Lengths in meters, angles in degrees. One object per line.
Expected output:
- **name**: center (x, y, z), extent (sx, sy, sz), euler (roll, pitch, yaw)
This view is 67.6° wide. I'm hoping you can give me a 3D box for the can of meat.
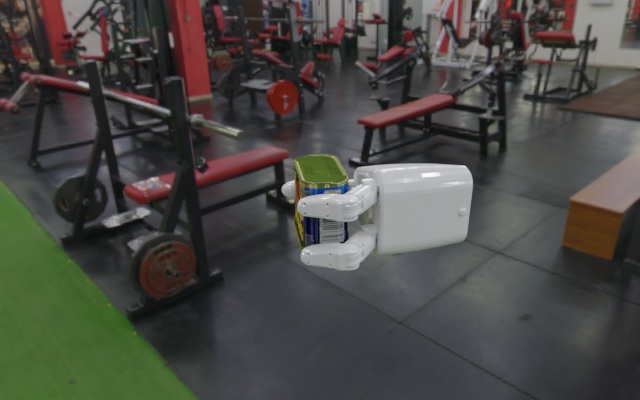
- **can of meat**: center (0.000, 0.001, 0.537), extent (0.057, 0.084, 0.102), euler (-4, 24, -8)
